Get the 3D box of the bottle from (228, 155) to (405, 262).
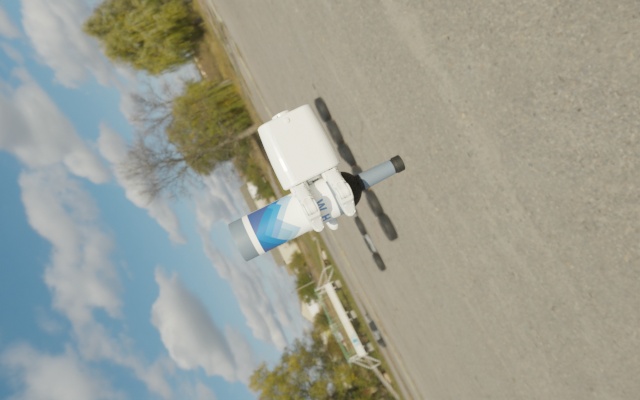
[{"bbox_3d":[0.000,0.003,0.766,0.295,0.069,0.069,-26,2,-4],"label":"bottle"}]
